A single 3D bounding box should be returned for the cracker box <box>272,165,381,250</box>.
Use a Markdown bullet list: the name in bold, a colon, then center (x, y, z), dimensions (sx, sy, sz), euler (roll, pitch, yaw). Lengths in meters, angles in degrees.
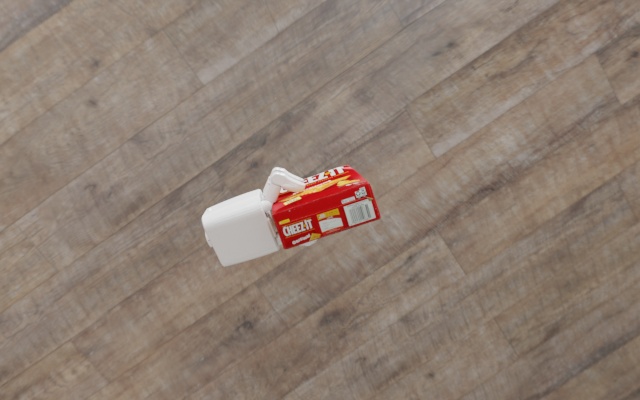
- **cracker box**: center (0.000, 0.003, 0.846), dimensions (0.164, 0.072, 0.213), euler (-18, 13, -1)
